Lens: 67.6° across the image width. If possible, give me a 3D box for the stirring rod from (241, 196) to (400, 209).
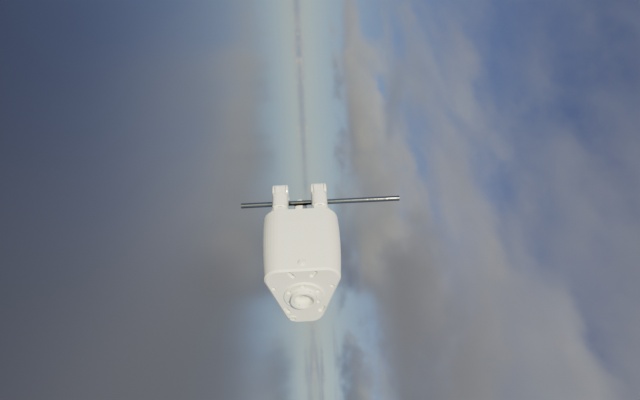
[{"bbox_3d":[0.000,0.002,0.726,0.239,0.011,0.011,-3,0,-2],"label":"stirring rod"}]
